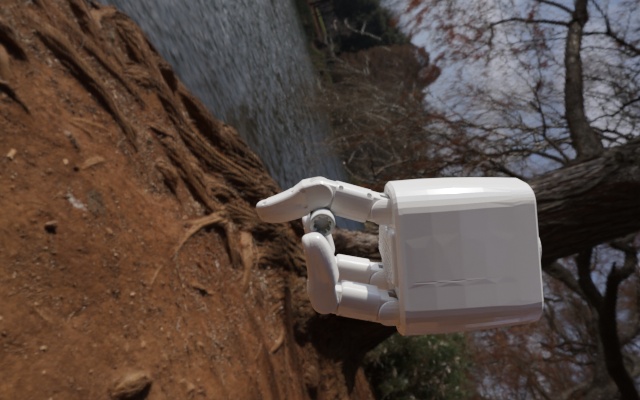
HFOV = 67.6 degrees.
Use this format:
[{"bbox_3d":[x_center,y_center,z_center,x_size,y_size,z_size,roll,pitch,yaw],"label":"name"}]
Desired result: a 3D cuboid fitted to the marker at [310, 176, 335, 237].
[{"bbox_3d":[0.000,0.001,0.406,0.020,0.020,0.121,0,16,-2],"label":"marker"}]
